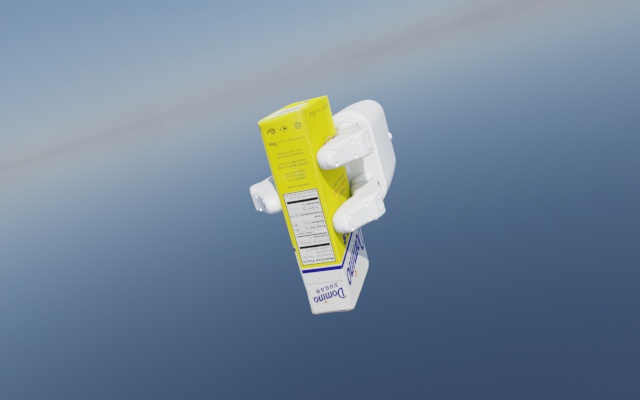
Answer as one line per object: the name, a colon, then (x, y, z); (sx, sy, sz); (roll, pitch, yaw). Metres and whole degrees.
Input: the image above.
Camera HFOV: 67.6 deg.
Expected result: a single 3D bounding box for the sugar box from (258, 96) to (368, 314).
sugar box: (0.001, 0.001, 0.431); (0.048, 0.176, 0.093); (-12, 16, 19)
